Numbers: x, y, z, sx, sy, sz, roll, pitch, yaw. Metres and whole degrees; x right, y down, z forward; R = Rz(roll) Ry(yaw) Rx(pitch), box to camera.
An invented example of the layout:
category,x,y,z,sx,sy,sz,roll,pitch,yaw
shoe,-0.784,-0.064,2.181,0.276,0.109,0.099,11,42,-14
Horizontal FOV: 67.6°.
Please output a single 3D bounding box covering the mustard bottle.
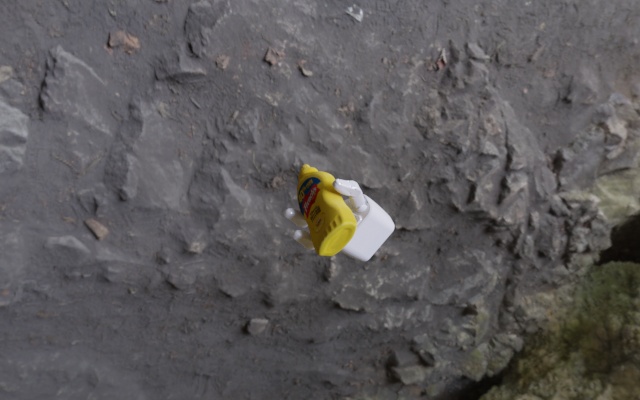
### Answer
category,x,y,z,sx,sy,sz,roll,pitch,yaw
mustard bottle,0.000,0.003,0.893,0.058,0.191,0.096,8,-48,-34
